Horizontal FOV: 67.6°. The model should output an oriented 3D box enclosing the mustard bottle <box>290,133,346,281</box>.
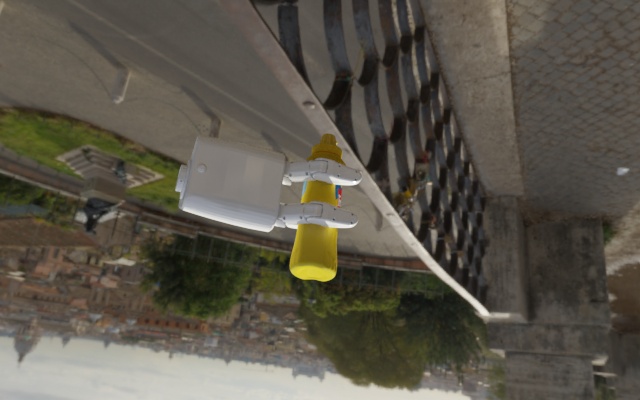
[{"bbox_3d":[0.000,0.002,0.617,0.058,0.191,0.096,5,-20,5],"label":"mustard bottle"}]
